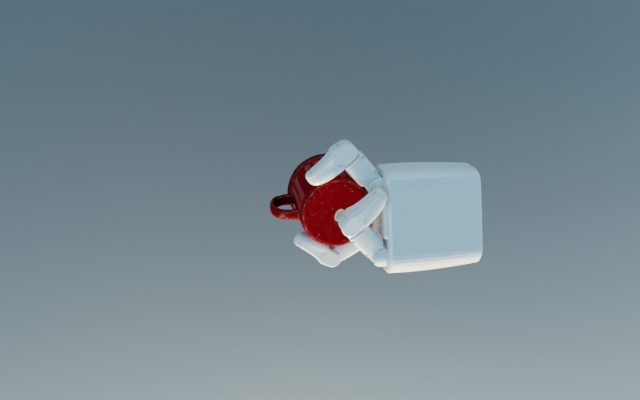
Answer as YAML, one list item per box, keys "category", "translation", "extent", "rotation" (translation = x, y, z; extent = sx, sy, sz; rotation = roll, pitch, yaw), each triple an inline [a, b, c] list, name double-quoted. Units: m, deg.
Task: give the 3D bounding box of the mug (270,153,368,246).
- category: "mug"
  translation: [-0.001, 0.002, 0.551]
  extent: [0.117, 0.093, 0.081]
  rotation: [-5, 21, -8]
